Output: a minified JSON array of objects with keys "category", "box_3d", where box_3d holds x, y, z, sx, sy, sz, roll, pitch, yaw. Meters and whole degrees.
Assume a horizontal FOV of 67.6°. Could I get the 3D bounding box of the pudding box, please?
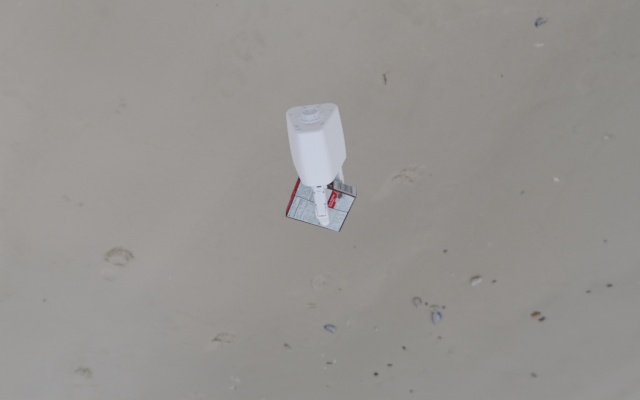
[{"category":"pudding box","box_3d":[0.000,0.003,0.897,0.113,0.090,0.039,18,32,-9]}]
